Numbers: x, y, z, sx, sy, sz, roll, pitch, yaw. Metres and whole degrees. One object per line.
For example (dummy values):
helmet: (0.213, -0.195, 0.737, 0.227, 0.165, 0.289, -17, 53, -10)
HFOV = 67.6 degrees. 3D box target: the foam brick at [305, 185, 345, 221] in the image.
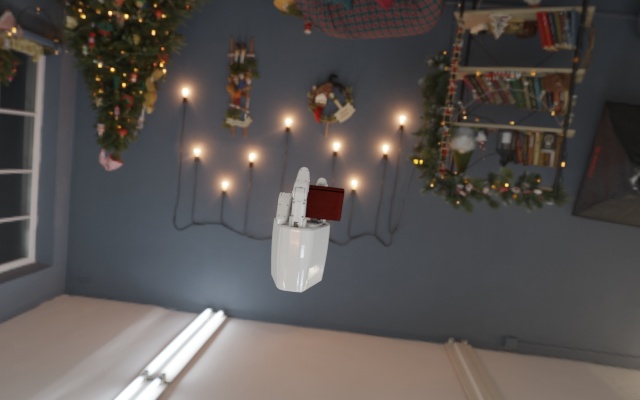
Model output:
foam brick: (0.000, 0.003, 0.808, 0.078, 0.051, 0.053, 6, 7, 4)
